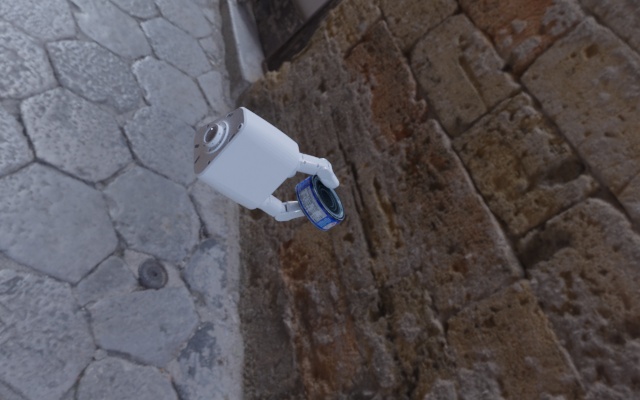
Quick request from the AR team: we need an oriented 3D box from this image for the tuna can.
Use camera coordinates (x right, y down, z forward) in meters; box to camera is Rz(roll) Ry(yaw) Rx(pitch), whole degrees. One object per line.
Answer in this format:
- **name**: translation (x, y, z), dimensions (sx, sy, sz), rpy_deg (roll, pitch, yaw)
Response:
- **tuna can**: translation (0.001, 0.002, 0.737), dimensions (0.034, 0.086, 0.086), rpy_deg (-32, -13, 20)
